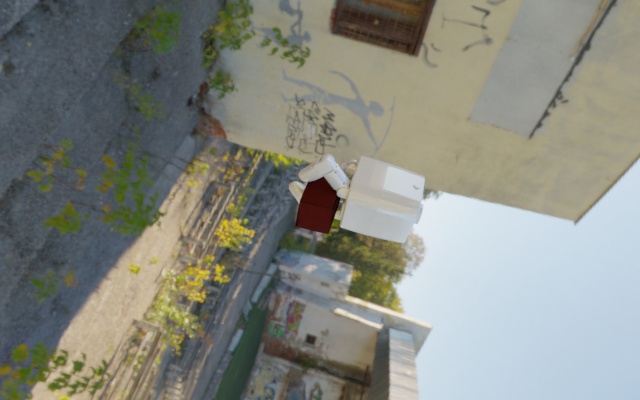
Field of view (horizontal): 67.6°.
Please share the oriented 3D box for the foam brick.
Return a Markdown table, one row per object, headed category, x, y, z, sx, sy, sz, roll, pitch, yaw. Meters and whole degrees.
| category | x | y | z | sx | sy | sz | roll | pitch | yaw |
| --- | --- | --- | --- | --- | --- | --- | --- | --- | --- |
| foam brick | 0.000 | 0.003 | 0.716 | 0.051 | 0.053 | 0.078 | 16 | 43 | 5 |
